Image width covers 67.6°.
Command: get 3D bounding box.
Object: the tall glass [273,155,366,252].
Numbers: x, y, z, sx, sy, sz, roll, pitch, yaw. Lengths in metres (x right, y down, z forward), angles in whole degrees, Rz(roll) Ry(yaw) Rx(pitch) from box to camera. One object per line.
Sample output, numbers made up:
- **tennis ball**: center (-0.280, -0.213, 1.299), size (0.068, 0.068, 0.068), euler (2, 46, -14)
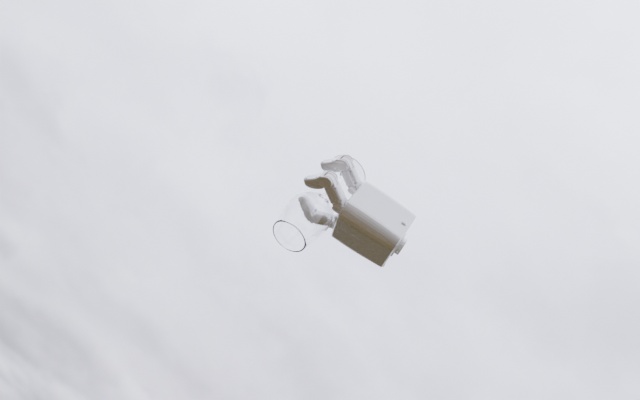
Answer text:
- **tall glass**: center (0.000, 0.002, 0.812), size (0.079, 0.079, 0.201), euler (0, 33, 37)
